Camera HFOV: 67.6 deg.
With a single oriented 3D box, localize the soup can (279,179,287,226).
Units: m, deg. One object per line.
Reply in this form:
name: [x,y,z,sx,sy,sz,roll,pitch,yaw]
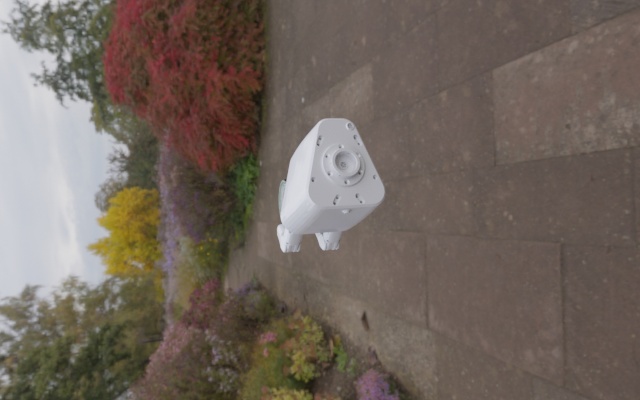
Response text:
soup can: [0.000,0.002,0.651,0.102,0.068,0.068,-3,1,-19]
